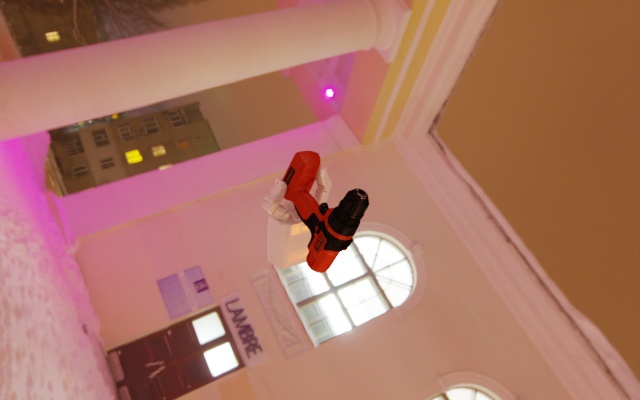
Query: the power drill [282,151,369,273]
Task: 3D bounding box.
[{"bbox_3d":[0.000,0.003,0.816,0.057,0.187,0.184,2,-45,-34],"label":"power drill"}]
